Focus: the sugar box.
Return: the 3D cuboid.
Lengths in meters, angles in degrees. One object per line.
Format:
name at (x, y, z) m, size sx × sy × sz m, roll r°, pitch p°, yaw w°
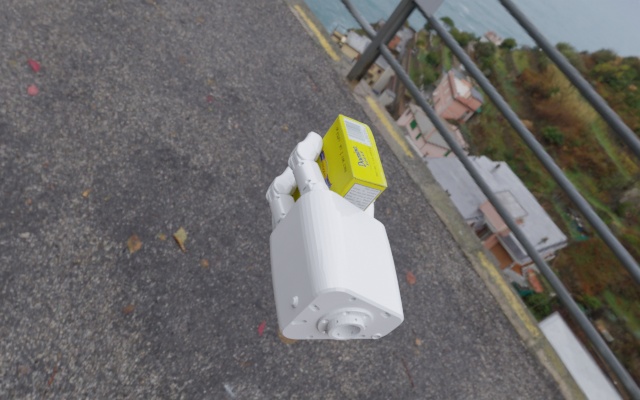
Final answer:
sugar box at (0.000, 0.002, 0.528) m, size 0.048 × 0.093 × 0.176 m, roll 16°, pitch -46°, yaw -27°
